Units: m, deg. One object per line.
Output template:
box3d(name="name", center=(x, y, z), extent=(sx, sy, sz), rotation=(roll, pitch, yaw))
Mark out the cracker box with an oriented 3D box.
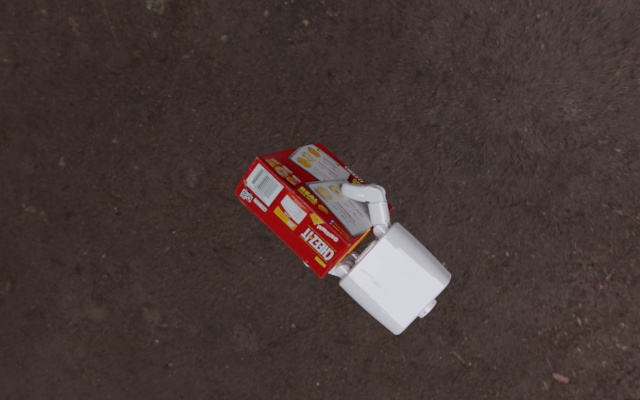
box3d(name="cracker box", center=(0.000, 0.002, 0.686), extent=(0.164, 0.072, 0.213), rotation=(43, 23, 9))
